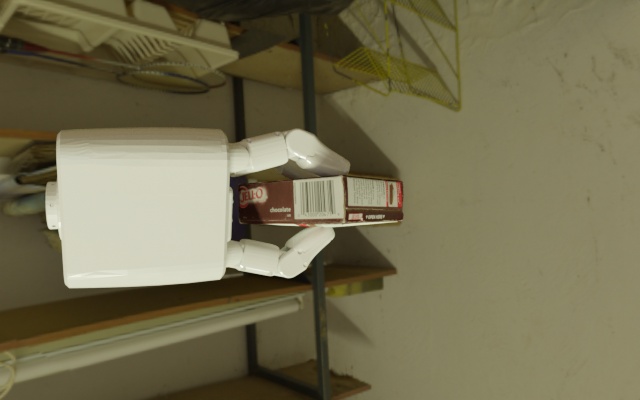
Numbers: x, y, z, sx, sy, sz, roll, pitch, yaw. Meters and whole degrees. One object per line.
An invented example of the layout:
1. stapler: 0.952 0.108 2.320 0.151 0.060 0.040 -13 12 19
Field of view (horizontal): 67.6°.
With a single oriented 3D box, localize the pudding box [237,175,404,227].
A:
1. pudding box: 0.000 0.001 0.404 0.113 0.039 0.090 0 0 38
